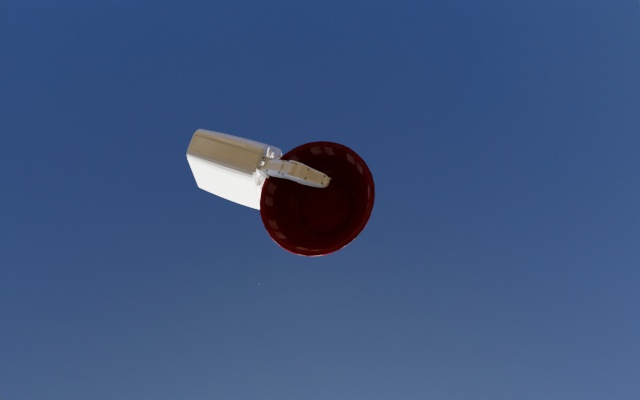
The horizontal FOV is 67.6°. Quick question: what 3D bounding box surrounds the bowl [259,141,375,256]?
[{"bbox_3d":[0.001,0.003,0.661,0.162,0.162,0.055,0,-17,17],"label":"bowl"}]
